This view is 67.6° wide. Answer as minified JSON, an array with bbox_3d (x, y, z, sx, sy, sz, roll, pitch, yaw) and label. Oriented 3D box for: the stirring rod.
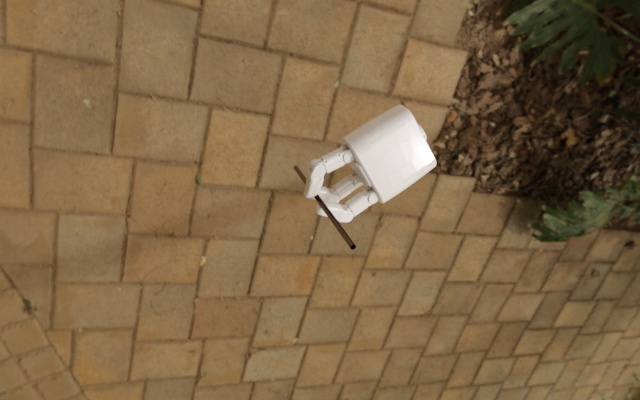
[{"bbox_3d":[0.000,0.002,0.713,0.011,0.011,0.239,0,29,-24],"label":"stirring rod"}]
